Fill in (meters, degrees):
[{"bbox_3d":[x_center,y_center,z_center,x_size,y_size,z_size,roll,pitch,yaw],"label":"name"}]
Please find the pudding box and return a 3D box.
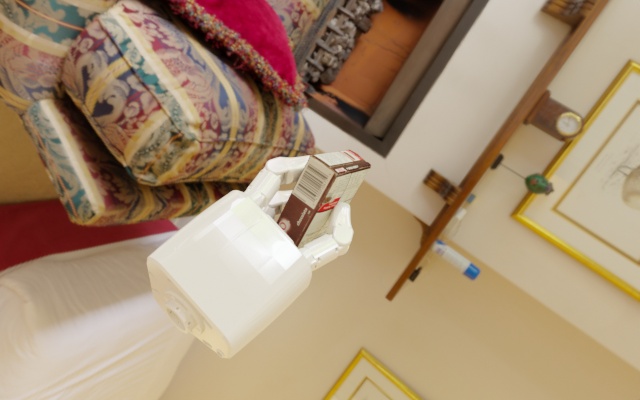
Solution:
[{"bbox_3d":[0.000,0.002,0.527,0.039,0.113,0.090,38,25,17],"label":"pudding box"}]
